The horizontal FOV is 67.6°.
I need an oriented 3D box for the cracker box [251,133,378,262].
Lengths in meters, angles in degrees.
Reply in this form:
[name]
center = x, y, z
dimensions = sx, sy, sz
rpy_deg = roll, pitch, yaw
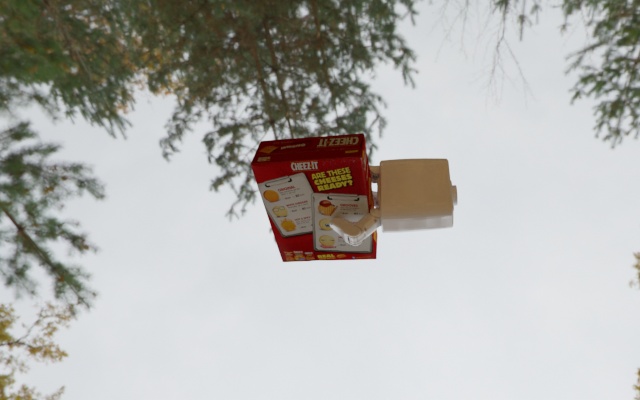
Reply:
[cracker box]
center = 0.000, 0.003, 0.758
dimensions = 0.164, 0.214, 0.072
rpy_deg = -3, 41, 11
